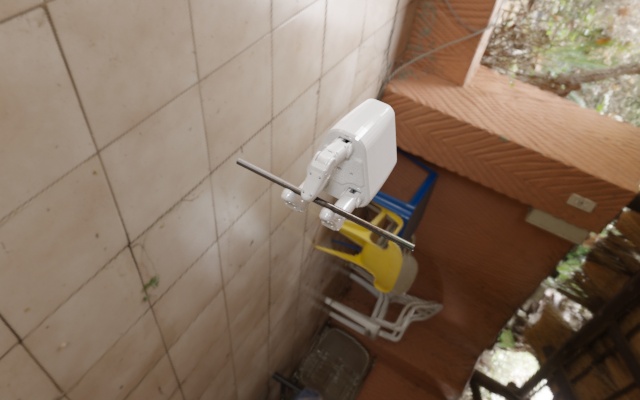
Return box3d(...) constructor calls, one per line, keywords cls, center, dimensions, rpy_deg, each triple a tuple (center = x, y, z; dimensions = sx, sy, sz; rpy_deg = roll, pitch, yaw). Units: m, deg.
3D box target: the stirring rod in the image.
box3d(cls="stirring rod", center=(0.000, 0.002, 0.564), dimensions=(0.239, 0.011, 0.011), rpy_deg=(26, 8, 17))
